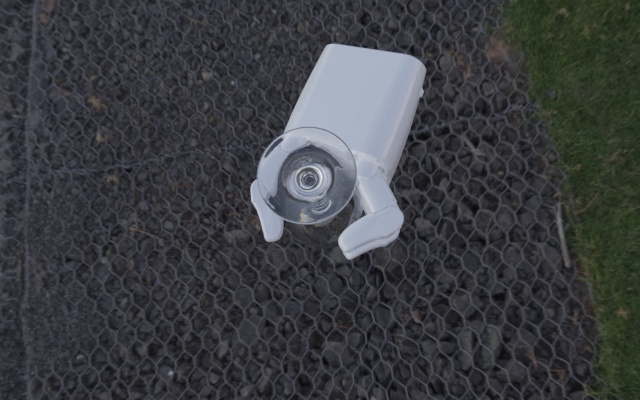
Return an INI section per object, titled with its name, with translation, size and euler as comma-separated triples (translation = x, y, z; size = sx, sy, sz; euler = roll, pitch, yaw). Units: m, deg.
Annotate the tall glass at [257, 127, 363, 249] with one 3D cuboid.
[tall glass]
translation = 0.000, 0.001, 0.445
size = 0.079, 0.079, 0.201
euler = 0, -12, 6
